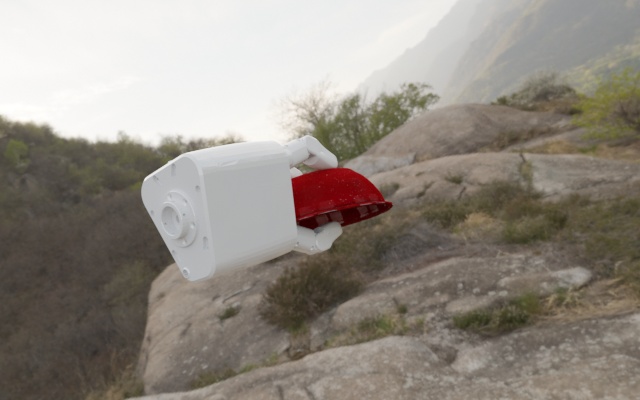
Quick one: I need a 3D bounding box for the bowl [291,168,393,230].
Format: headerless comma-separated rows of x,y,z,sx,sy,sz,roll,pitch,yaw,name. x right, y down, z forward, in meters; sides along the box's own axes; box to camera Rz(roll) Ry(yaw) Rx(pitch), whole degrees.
0.001,0.001,0.561,0.162,0.055,0.162,-13,-10,-2,bowl
